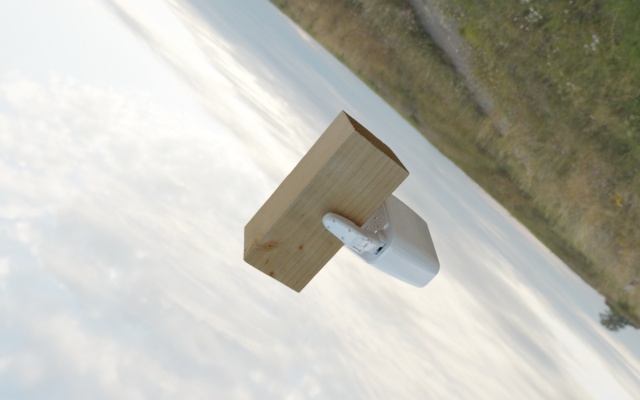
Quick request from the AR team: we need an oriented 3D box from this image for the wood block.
[{"bbox_3d":[0.000,0.002,0.599,0.090,0.206,0.090,35,16,-22],"label":"wood block"}]
